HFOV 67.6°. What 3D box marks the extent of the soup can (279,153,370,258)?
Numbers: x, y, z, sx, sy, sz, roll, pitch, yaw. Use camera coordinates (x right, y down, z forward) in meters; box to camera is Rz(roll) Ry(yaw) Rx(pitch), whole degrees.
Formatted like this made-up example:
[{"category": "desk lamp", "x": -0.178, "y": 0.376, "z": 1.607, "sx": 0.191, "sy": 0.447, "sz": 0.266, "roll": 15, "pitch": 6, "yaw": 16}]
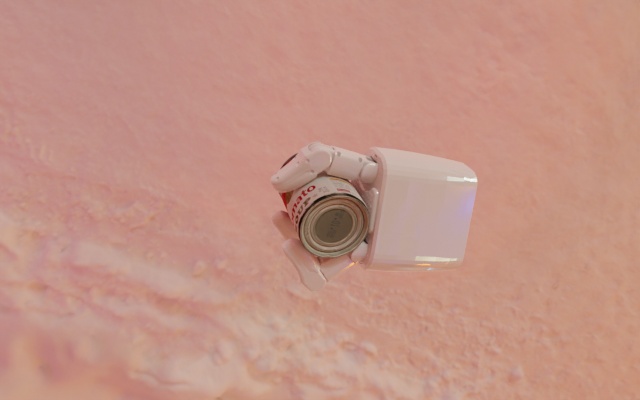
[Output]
[{"category": "soup can", "x": 0.000, "y": 0.001, "z": 0.461, "sx": 0.068, "sy": 0.068, "sz": 0.102, "roll": 0, "pitch": 27, "yaw": -17}]
